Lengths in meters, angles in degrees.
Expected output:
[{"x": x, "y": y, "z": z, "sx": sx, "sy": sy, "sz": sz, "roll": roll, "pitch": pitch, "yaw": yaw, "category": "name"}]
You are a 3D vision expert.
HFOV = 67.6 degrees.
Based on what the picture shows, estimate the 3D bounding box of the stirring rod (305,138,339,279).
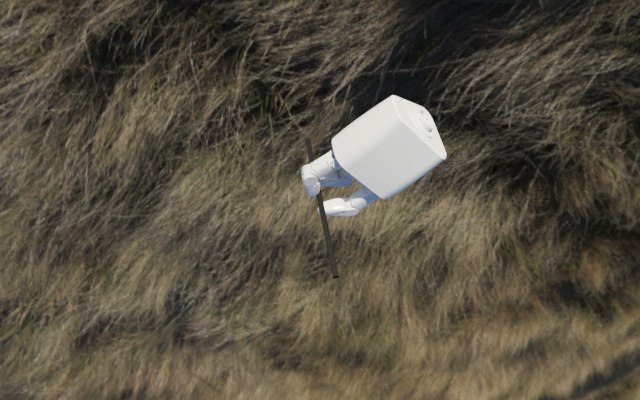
[{"x": 0.000, "y": 0.002, "z": 0.695, "sx": 0.011, "sy": 0.239, "sz": 0.011, "roll": -8, "pitch": -33, "yaw": -5, "category": "stirring rod"}]
